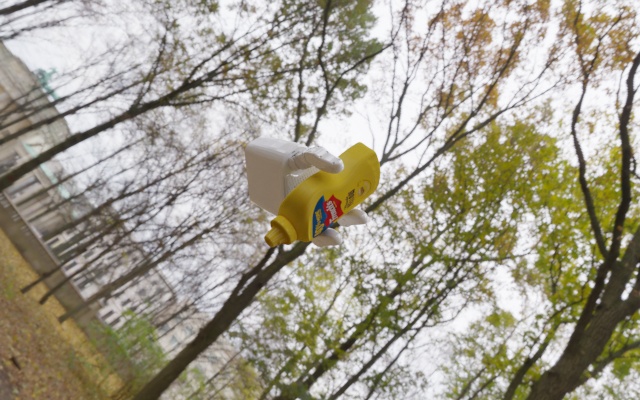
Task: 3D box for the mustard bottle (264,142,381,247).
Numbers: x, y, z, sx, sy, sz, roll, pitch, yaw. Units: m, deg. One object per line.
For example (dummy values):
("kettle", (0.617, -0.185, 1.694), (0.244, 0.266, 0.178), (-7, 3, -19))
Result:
("mustard bottle", (0.001, 0.002, 0.657), (0.191, 0.096, 0.058), (-36, 60, -27))
